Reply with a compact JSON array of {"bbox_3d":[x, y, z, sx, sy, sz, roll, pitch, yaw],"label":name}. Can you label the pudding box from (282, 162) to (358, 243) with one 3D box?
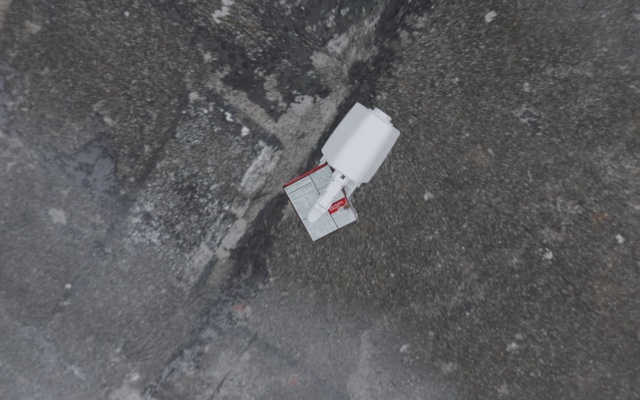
[{"bbox_3d":[0.000,0.003,0.814,0.090,0.113,0.039,-27,9,7],"label":"pudding box"}]
